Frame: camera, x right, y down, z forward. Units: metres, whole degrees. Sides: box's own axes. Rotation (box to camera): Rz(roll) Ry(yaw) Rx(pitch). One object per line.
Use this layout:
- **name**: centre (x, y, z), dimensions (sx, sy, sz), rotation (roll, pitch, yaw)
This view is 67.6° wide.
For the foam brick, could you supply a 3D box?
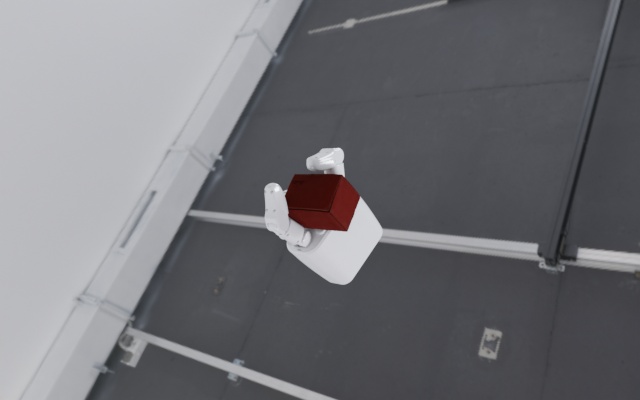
- **foam brick**: centre (0.000, 0.002, 0.591), dimensions (0.078, 0.053, 0.051), rotation (3, -30, 38)
